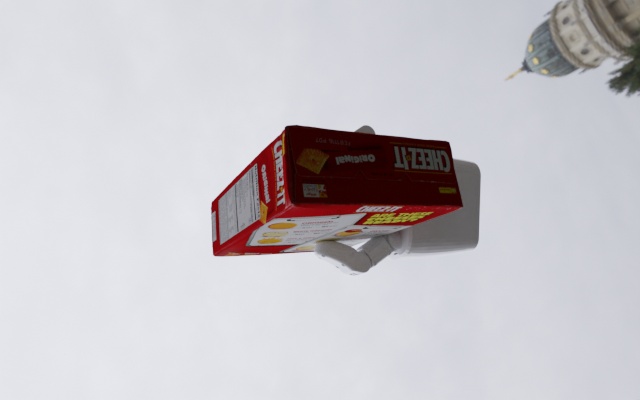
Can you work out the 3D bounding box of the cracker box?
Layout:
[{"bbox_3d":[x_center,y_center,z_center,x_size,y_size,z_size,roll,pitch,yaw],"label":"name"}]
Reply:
[{"bbox_3d":[0.000,0.002,0.467,0.164,0.072,0.214,1,-16,-28],"label":"cracker box"}]
